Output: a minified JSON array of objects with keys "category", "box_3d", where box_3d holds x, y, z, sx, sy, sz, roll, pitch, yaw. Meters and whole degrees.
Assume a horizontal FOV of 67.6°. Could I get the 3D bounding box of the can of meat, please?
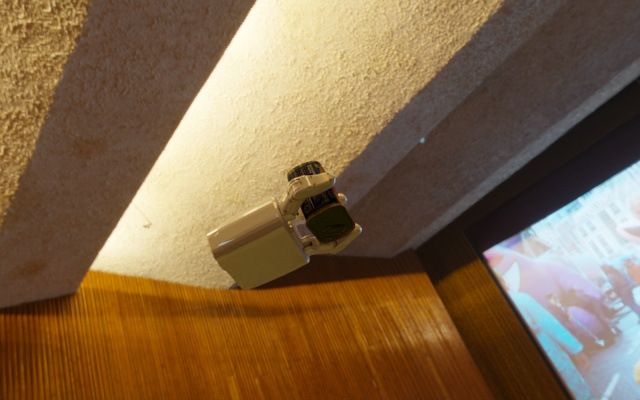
[{"category":"can of meat","box_3d":[0.000,0.002,0.674,0.057,0.084,0.102,-28,-29,4]}]
